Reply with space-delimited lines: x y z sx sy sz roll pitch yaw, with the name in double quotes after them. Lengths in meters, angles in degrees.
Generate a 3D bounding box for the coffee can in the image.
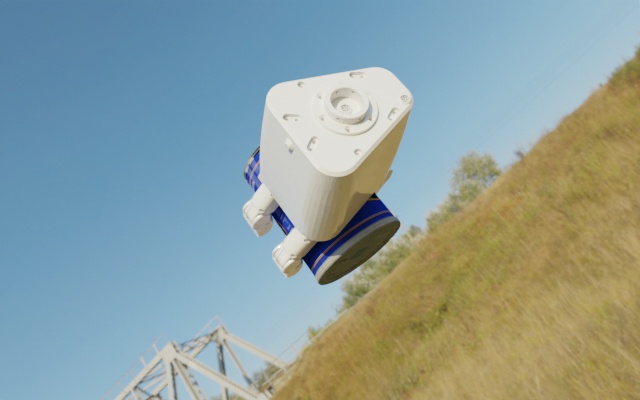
0.000 0.002 0.500 0.103 0.140 0.103 -33 -20 -13 "coffee can"
